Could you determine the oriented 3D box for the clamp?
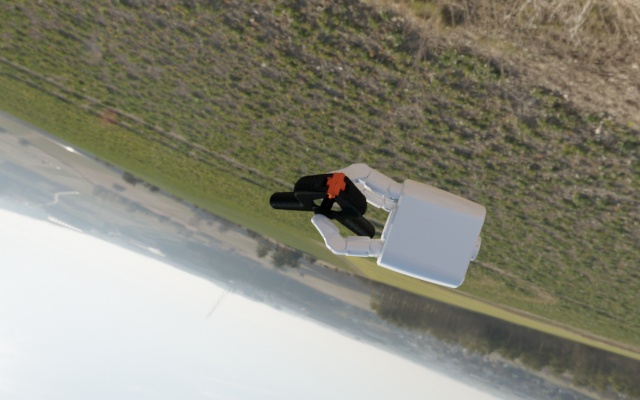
[{"bbox_3d":[0.000,0.003,0.632,0.164,0.036,0.210,16,-14,6],"label":"clamp"}]
